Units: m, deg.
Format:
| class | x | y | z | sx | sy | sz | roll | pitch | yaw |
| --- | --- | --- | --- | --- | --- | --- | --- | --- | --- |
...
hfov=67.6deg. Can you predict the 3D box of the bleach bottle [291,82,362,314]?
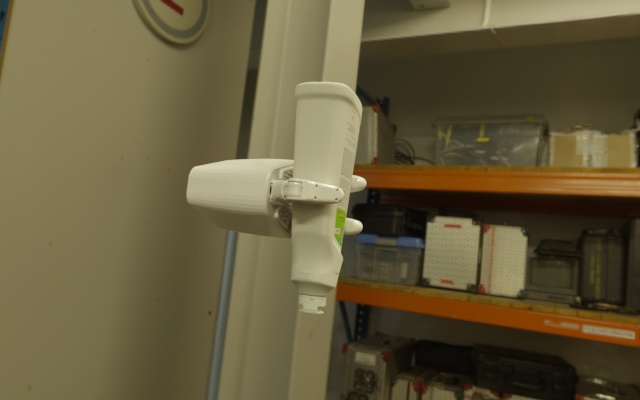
| class | x | y | z | sx | sy | sz | roll | pitch | yaw |
| --- | --- | --- | --- | --- | --- | --- | --- | --- | --- |
| bleach bottle | 0.000 | 0.002 | 0.547 | 0.068 | 0.251 | 0.102 | 4 | -6 | 18 |
